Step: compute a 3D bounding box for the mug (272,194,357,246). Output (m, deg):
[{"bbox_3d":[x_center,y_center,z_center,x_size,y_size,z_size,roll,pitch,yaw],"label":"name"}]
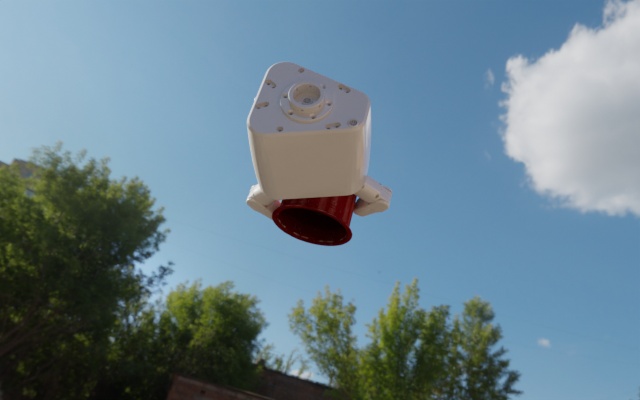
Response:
[{"bbox_3d":[0.000,0.002,0.564,0.093,0.081,0.117,12,-28,8],"label":"mug"}]
